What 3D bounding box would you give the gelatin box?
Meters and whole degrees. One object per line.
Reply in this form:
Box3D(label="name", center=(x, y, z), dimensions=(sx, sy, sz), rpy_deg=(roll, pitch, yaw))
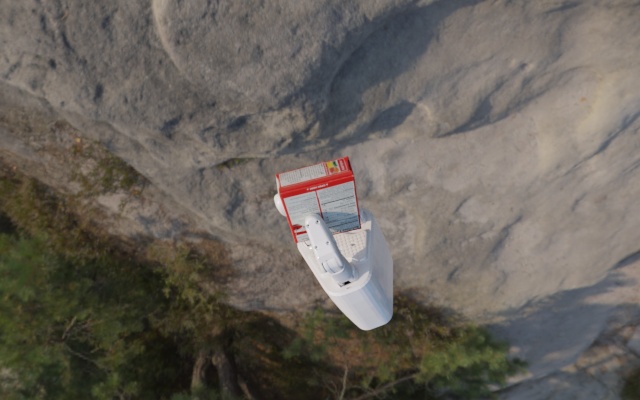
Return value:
Box3D(label="gelatin box", center=(0.000, 0.002, 0.483), dimensions=(0.073, 0.030, 0.089), rpy_deg=(-14, -39, 0))
